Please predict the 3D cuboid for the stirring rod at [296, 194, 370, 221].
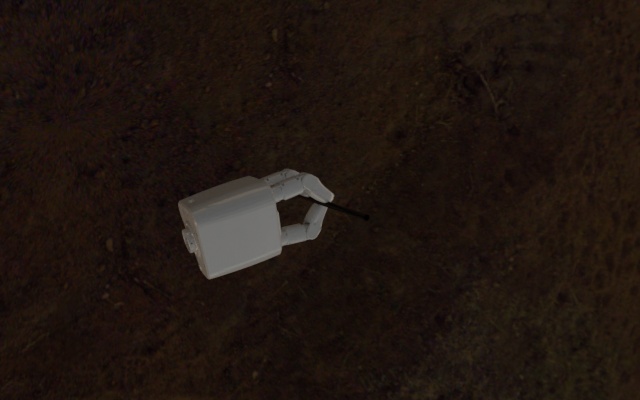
[{"bbox_3d":[0.000,0.002,0.679,0.011,0.011,0.239,0,9,-28],"label":"stirring rod"}]
